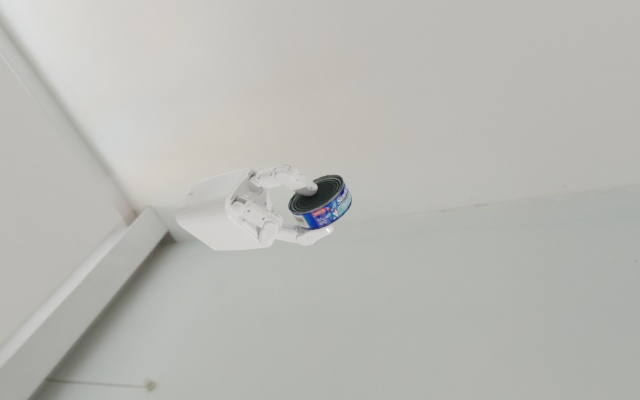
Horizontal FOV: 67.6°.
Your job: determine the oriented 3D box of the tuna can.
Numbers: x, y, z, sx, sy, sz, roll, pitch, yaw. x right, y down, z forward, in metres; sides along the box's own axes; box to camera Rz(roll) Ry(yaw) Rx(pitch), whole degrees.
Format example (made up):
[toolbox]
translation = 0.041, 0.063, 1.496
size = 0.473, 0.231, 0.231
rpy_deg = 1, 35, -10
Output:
[tuna can]
translation = 0.000, 0.003, 0.665
size = 0.086, 0.034, 0.086
rpy_deg = -24, 27, 13
